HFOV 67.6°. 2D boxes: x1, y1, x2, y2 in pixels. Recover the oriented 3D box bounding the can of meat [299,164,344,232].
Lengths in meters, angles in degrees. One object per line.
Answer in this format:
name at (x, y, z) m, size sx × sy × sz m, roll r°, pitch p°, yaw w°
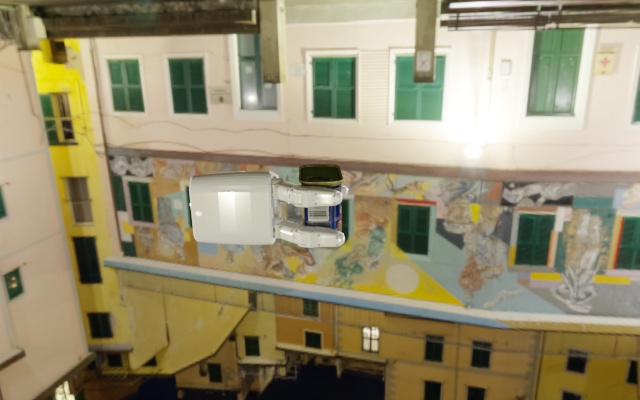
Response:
can of meat at (0.000, 0.002, 0.650) m, size 0.057 × 0.084 × 0.102 m, roll -1°, pitch 17°, yaw -2°
